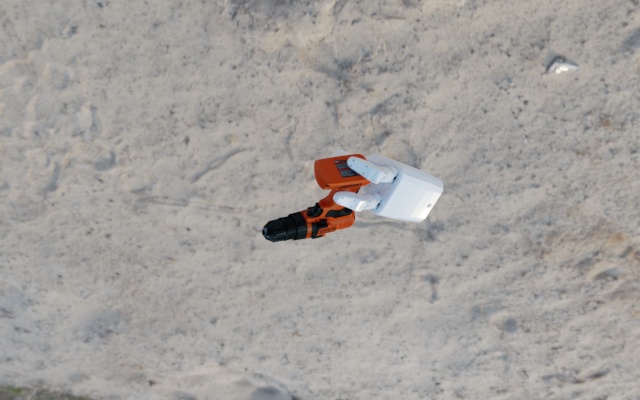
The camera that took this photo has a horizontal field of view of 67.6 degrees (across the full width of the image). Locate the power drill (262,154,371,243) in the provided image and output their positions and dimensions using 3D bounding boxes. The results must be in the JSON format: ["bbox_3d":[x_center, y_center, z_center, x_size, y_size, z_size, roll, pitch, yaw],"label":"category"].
[{"bbox_3d":[0.001,0.002,0.826,0.184,0.057,0.188,-12,-28,-29],"label":"power drill"}]
